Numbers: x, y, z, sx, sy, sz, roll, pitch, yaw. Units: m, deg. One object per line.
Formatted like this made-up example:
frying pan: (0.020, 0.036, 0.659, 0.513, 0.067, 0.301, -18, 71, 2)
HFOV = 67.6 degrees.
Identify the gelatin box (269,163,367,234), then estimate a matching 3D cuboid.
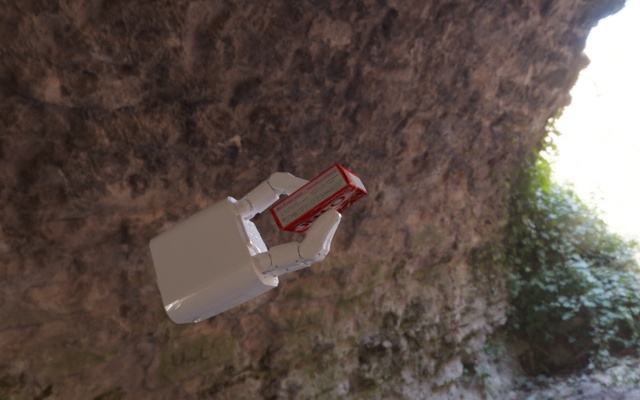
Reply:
gelatin box: (0.000, 0.001, 0.514, 0.089, 0.030, 0.073, -35, -17, 13)
